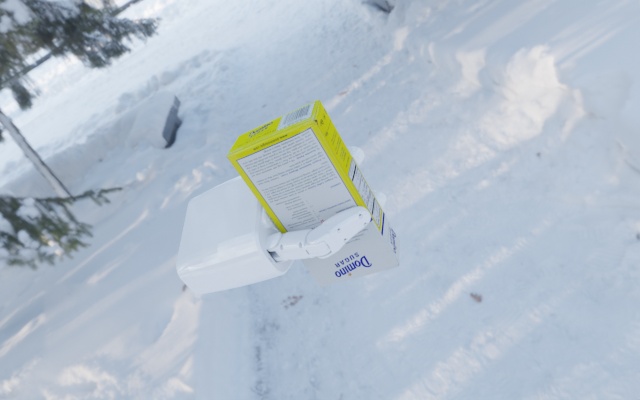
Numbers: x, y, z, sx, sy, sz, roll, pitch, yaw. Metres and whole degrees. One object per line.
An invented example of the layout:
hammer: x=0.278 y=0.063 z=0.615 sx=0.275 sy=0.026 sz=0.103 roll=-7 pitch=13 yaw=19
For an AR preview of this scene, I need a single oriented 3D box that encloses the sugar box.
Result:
sugar box: x=0.000 y=0.001 z=0.459 sx=0.093 sy=0.176 sz=0.048 roll=-19 pitch=32 yaw=24
